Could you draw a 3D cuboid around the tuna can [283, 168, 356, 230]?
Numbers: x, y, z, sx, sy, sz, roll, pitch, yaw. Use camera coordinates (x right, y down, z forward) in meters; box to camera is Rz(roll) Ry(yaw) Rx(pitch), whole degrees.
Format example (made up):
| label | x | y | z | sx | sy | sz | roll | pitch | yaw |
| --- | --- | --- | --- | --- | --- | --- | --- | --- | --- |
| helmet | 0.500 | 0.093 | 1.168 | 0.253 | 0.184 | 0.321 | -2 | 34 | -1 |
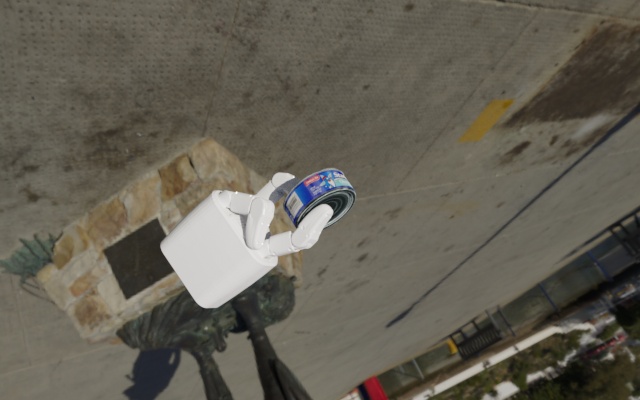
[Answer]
| label | x | y | z | sx | sy | sz | roll | pitch | yaw |
| --- | --- | --- | --- | --- | --- | --- | --- | --- | --- |
| tuna can | 0.000 | 0.002 | 0.582 | 0.086 | 0.033 | 0.086 | -25 | -29 | -15 |
